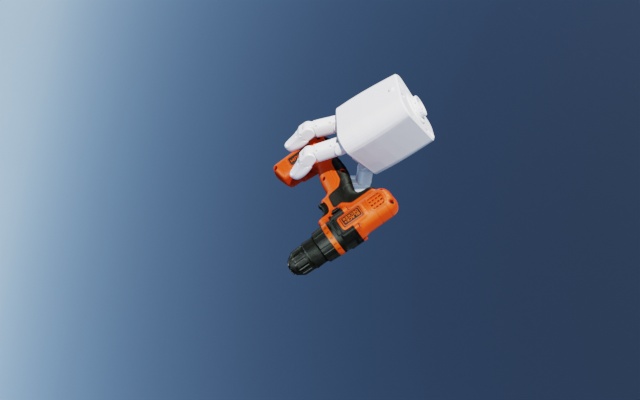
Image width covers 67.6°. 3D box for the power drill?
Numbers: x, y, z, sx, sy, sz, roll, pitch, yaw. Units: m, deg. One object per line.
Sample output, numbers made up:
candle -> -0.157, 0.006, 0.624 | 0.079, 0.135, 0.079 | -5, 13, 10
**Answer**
power drill -> 0.000, 0.002, 0.734 | 0.184, 0.187, 0.057 | -34, -33, 1
